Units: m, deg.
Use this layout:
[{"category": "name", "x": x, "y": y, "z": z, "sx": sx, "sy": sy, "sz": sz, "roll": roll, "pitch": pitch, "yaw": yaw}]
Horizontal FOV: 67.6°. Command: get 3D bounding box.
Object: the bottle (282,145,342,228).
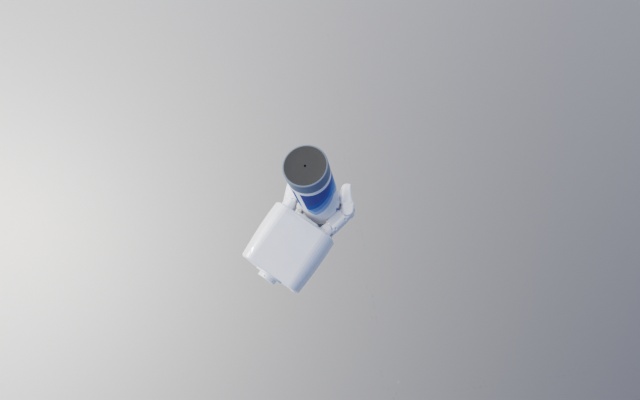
[{"category": "bottle", "x": 0.000, "y": 0.002, "z": 0.808, "sx": 0.069, "sy": 0.069, "sz": 0.296, "roll": 0, "pitch": -21, "yaw": 9}]
